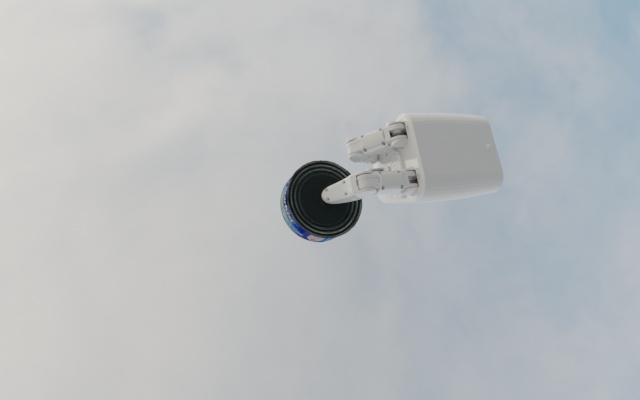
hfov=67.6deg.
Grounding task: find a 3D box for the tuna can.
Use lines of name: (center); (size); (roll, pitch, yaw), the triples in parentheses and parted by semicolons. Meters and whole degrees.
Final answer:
tuna can: (0.000, 0.002, 0.522); (0.086, 0.086, 0.034); (0, -15, -21)
